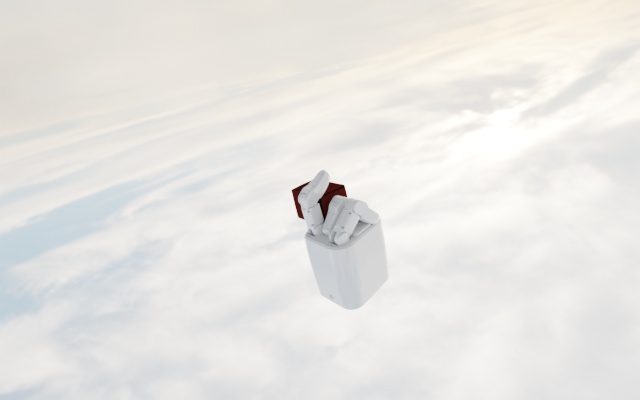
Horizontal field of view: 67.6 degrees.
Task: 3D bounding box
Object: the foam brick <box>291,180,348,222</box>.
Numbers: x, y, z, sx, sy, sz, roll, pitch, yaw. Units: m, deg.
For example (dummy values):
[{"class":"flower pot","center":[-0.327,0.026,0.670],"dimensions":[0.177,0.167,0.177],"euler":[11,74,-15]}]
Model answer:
[{"class":"foam brick","center":[0.000,0.002,0.742],"dimensions":[0.053,0.051,0.078],"euler":[-25,24,-29]}]
